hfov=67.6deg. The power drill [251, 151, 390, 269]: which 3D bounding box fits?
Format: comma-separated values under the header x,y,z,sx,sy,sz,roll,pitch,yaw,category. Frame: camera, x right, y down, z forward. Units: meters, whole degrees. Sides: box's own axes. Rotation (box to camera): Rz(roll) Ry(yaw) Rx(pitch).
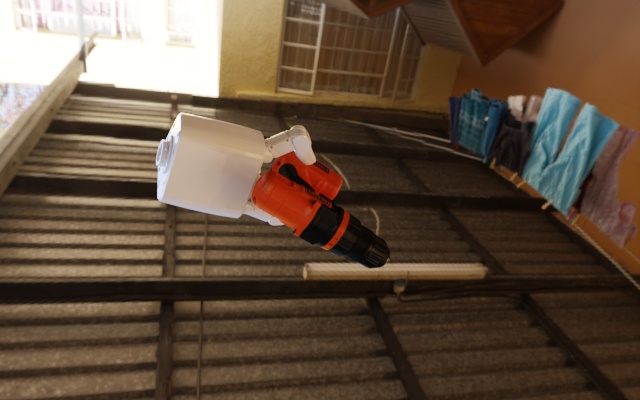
x,y,z,sx,sy,sz,roll,pitch,yaw,category
0.000,0.002,0.622,0.184,0.057,0.187,33,14,-15,power drill
